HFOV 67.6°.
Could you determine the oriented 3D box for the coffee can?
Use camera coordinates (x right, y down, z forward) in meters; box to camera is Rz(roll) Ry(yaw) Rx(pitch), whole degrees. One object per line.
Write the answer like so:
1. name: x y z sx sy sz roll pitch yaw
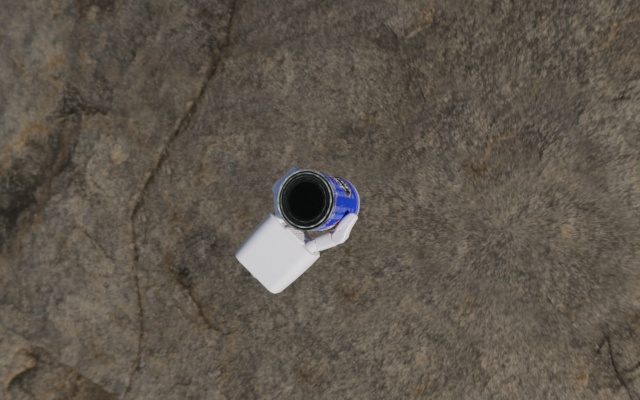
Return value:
1. coffee can: 0.000 0.003 0.840 0.103 0.103 0.140 0 -3 22
